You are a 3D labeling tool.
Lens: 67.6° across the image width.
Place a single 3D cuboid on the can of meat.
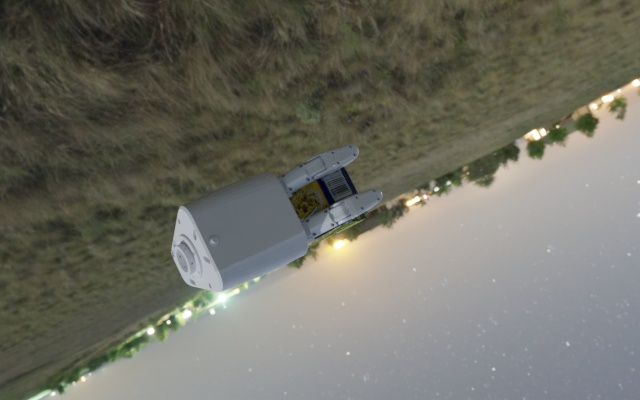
[{"bbox_3d":[0.000,0.002,0.564,0.057,0.084,0.102,-22,-7,-38],"label":"can of meat"}]
